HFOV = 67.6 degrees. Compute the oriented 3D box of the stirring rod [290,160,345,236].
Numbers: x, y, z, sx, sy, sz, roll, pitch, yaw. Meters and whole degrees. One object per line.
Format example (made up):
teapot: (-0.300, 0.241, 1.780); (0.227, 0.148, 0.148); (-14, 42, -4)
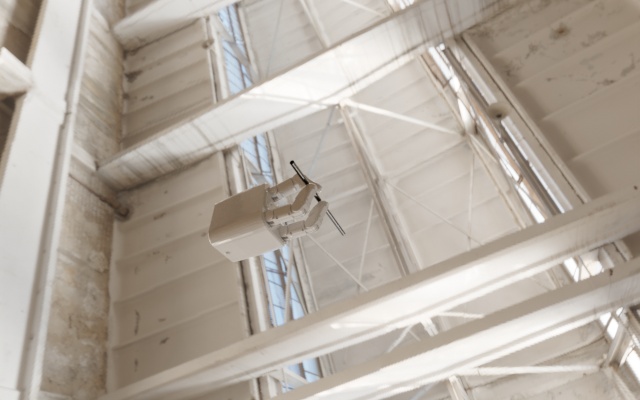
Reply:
stirring rod: (0.000, 0.003, 0.835); (0.011, 0.011, 0.240); (0, -31, 26)
